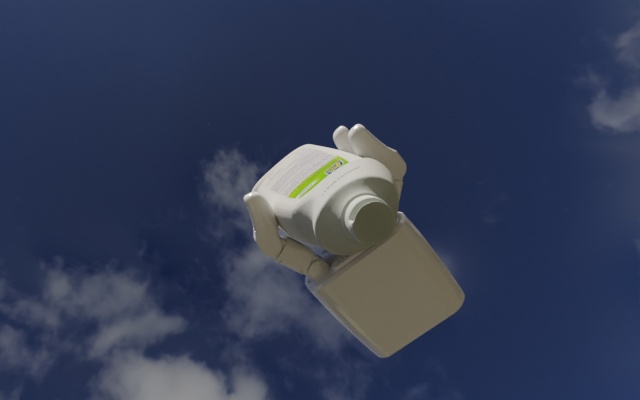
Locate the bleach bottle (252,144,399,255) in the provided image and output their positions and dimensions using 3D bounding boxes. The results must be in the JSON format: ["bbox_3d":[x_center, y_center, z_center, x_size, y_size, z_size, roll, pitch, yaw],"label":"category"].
[{"bbox_3d":[0.000,0.001,0.423,0.102,0.068,0.251,-43,15,-3],"label":"bleach bottle"}]
